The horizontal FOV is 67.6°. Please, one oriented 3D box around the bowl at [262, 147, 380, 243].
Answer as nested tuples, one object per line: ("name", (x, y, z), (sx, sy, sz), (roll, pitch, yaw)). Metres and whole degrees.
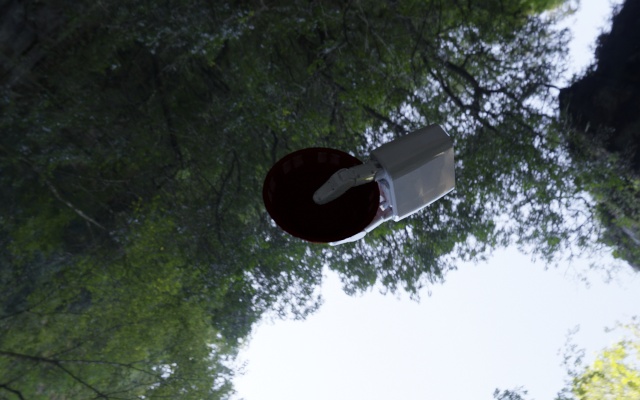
("bowl", (-0.001, 0.003, 0.674), (0.162, 0.162, 0.055), (0, -35, -5))
